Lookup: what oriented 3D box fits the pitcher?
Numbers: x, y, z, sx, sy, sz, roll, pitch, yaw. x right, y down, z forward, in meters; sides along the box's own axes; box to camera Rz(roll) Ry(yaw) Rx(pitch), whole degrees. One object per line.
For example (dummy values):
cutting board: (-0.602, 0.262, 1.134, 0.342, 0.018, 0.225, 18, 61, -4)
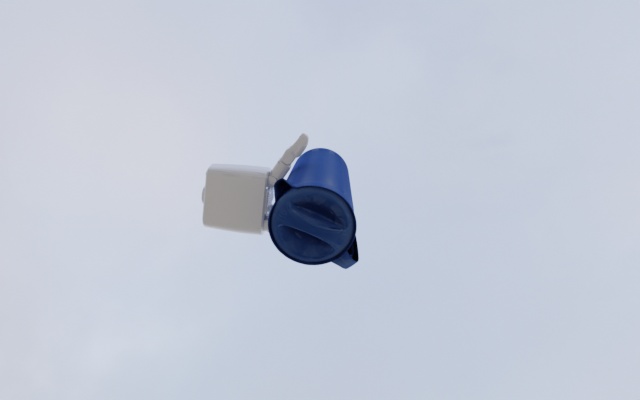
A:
pitcher: (0.000, 0.003, 0.817, 0.145, 0.149, 0.242, 6, 23, 1)
